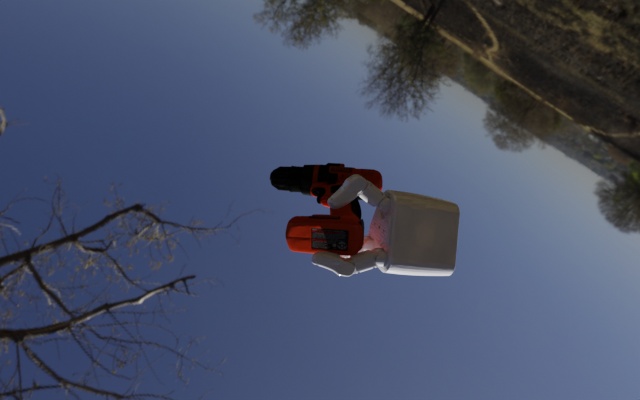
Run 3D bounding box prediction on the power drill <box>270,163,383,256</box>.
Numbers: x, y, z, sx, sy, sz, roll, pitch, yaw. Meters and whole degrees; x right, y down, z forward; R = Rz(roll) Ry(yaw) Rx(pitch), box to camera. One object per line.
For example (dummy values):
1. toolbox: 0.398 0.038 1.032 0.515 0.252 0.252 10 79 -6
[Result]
1. power drill: 0.000 0.003 0.720 0.184 0.057 0.187 2 33 7
